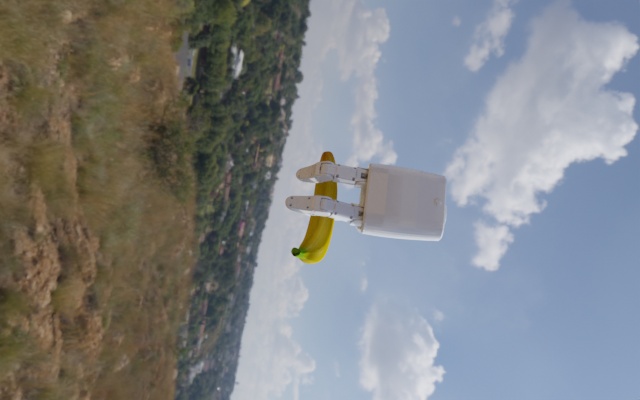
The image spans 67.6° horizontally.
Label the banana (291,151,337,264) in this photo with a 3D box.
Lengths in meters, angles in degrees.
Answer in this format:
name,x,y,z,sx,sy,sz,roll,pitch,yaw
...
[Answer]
name,x,y,z,sx,sy,sz,roll,pitch,yaw
banana,0.001,0.017,0.668,0.037,0.197,0.070,5,-43,10
